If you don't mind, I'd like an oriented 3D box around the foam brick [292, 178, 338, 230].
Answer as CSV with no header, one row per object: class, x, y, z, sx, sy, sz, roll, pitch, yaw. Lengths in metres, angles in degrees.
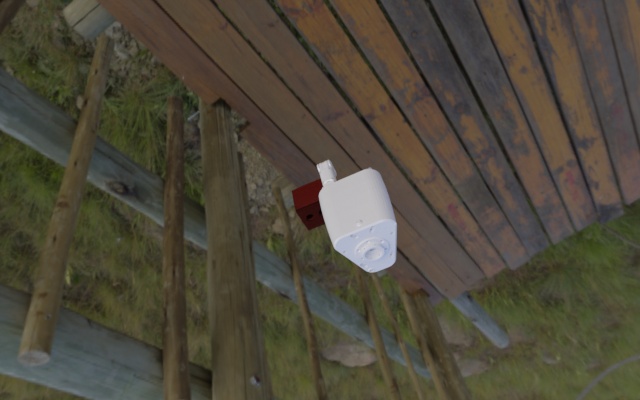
foam brick,0.000,0.003,0.773,0.078,0.051,0.053,-23,-46,9
